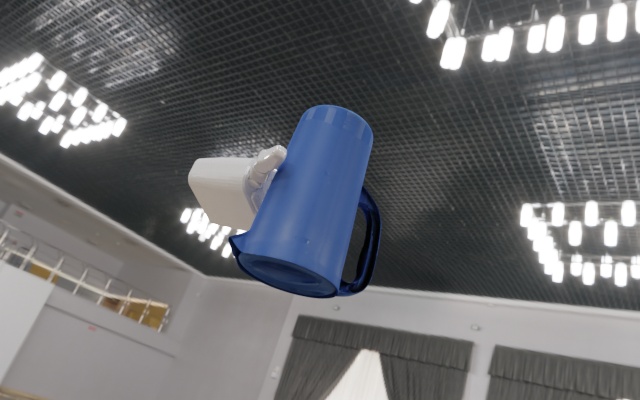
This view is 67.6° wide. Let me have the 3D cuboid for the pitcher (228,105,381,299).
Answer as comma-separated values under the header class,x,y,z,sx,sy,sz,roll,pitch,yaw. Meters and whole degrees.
class,x,y,z,sx,sy,sz,roll,pitch,yaw
pitcher,0.000,0.002,0.635,0.145,0.242,0.149,4,-29,30
